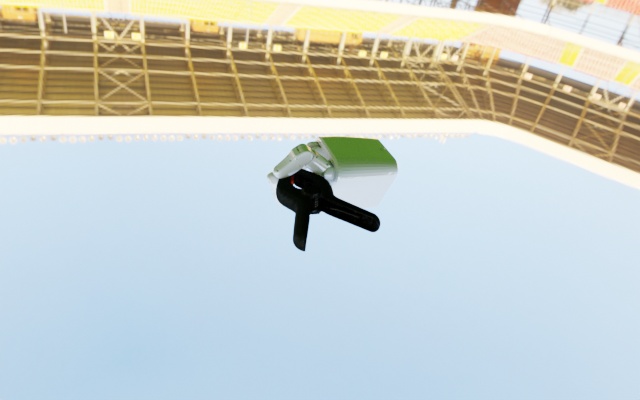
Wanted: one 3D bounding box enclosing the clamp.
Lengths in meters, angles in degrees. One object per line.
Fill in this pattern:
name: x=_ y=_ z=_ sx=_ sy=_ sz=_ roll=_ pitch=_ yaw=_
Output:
clamp: x=0.000 y=0.003 z=0.644 sx=0.120 sy=0.039 sz=0.171 roll=-2 pitch=37 yaw=-23
